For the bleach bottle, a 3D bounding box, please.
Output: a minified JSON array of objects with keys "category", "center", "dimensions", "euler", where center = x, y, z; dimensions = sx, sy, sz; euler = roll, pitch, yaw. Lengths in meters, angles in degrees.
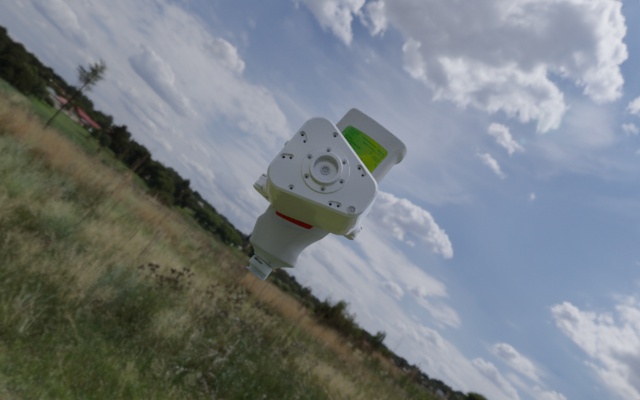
[{"category":"bleach bottle","center":[0.000,0.002,0.625],"dimensions":[0.102,0.251,0.068],"euler":[38,-11,5]}]
